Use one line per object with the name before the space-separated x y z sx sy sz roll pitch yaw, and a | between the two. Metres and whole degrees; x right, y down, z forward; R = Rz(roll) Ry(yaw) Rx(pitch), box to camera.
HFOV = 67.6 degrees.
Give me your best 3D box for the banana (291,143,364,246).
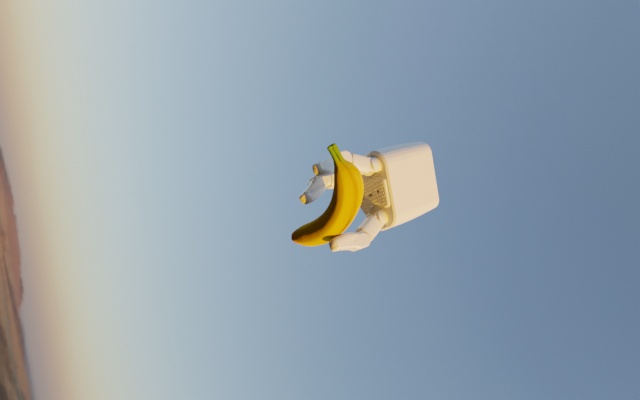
banana | 0.013 0.013 0.633 0.037 0.069 0.198 -24 -27 -37
